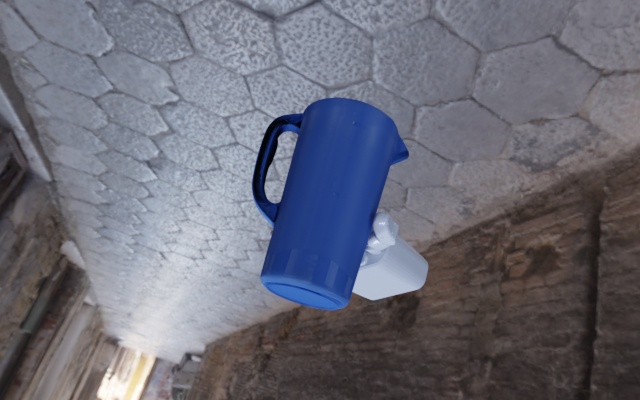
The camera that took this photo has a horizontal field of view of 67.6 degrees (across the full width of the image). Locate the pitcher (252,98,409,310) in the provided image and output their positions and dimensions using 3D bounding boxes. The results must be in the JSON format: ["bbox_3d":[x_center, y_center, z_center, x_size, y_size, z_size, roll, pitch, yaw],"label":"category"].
[{"bbox_3d":[0.000,0.002,0.597,0.149,0.242,0.145,-5,-31,42],"label":"pitcher"}]
